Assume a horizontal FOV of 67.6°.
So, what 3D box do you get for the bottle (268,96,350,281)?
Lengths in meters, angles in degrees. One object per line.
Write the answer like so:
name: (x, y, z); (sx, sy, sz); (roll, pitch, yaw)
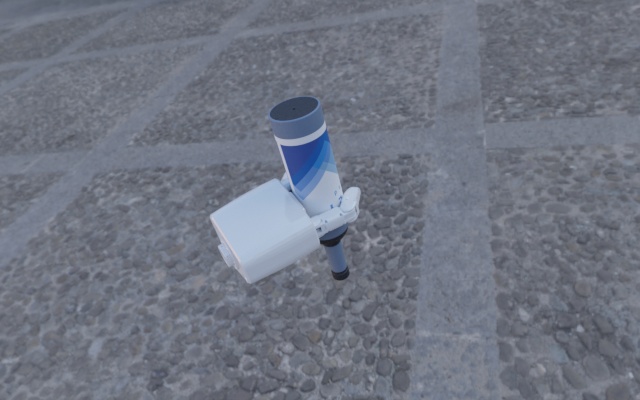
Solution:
bottle: (0.000, 0.002, 0.672); (0.069, 0.296, 0.069); (-10, 36, 8)
